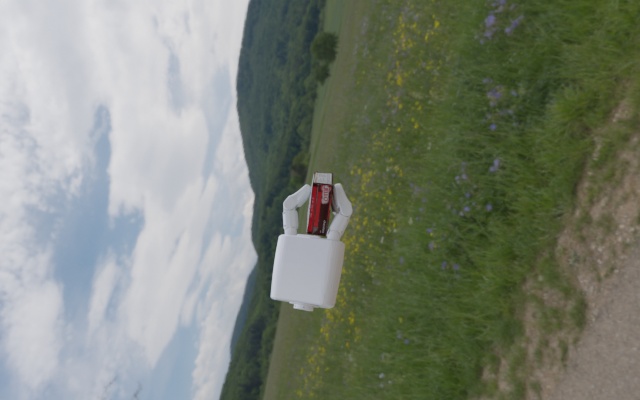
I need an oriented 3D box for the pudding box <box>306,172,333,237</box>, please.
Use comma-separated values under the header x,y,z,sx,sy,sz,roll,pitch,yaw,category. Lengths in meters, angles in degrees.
x,y,z,sx,sy,sz,roll,pitch,yaw,category
0.000,0.003,0.829,0.039,0.090,0.113,7,14,-2,pudding box
